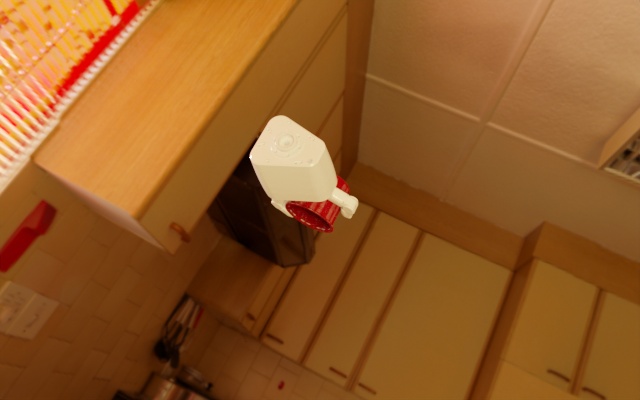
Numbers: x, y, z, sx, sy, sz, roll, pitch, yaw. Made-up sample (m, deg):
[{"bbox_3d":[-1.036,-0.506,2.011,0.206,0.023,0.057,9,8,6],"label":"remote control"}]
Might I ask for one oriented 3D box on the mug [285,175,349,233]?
[{"bbox_3d":[0.001,0.003,0.838,0.093,0.081,0.117,22,-20,18],"label":"mug"}]
